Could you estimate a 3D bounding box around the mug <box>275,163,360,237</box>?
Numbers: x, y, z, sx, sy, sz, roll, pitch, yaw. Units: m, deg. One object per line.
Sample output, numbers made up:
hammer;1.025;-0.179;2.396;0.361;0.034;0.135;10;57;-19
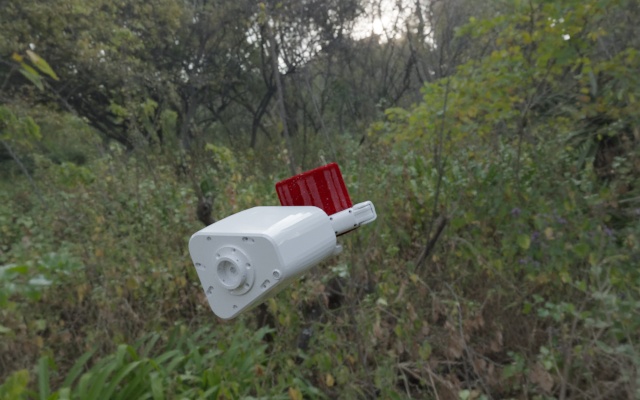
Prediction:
mug;0.001;0.001;0.590;0.093;0.081;0.117;-18;3;27
